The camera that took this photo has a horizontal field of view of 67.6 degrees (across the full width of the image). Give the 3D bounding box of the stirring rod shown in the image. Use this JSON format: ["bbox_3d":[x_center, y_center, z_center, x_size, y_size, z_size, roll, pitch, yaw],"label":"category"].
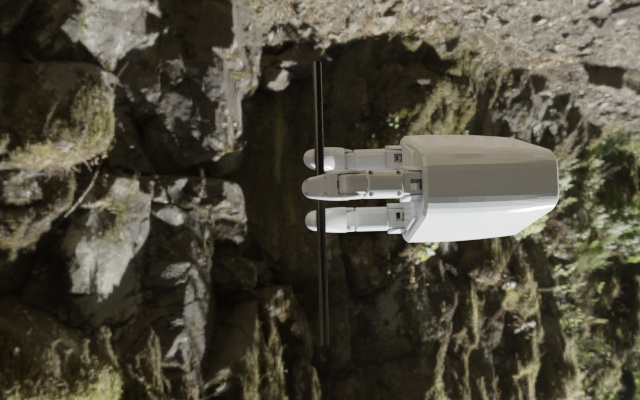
[{"bbox_3d":[0.000,0.001,0.406,0.011,0.239,0.011,-2,-2,0],"label":"stirring rod"}]
